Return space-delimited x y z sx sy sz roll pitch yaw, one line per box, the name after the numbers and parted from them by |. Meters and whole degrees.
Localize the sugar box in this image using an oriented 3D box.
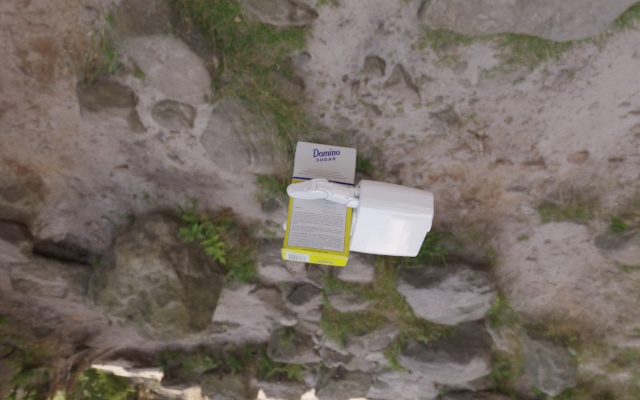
0.000 0.003 0.700 0.093 0.176 0.048 8 -28 -2 | sugar box
